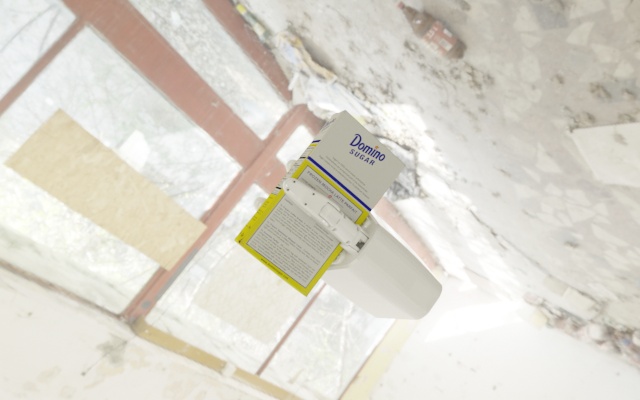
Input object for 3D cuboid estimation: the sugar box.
[{"bbox_3d":[0.000,0.002,0.506,0.093,0.176,0.048,41,-10,-16],"label":"sugar box"}]
